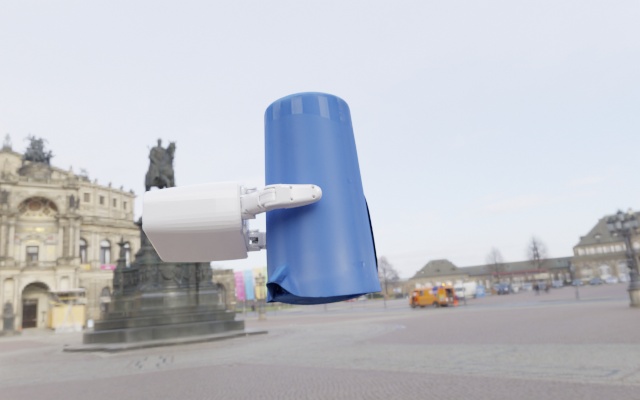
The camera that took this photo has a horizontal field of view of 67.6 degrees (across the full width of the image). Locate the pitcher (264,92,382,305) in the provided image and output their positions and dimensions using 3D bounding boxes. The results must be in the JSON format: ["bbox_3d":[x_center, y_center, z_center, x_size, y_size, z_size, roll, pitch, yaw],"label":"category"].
[{"bbox_3d":[0.000,0.002,0.581,0.145,0.242,0.149,-4,-12,-4],"label":"pitcher"}]
